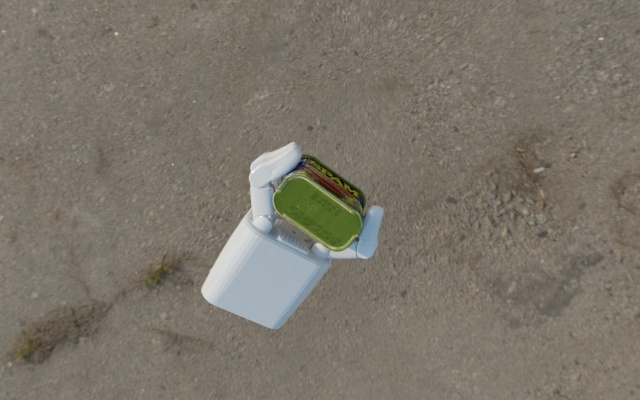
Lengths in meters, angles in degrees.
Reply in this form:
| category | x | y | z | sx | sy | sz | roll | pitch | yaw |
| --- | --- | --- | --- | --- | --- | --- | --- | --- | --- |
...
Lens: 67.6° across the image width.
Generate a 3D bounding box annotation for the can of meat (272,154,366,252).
| category | x | y | z | sx | sy | sz | roll | pitch | yaw |
| --- | --- | --- | --- | --- | --- | --- | --- | --- | --- |
| can of meat | 0.000 | 0.002 | 0.524 | 0.102 | 0.057 | 0.084 | 35 | 16 | -6 |
